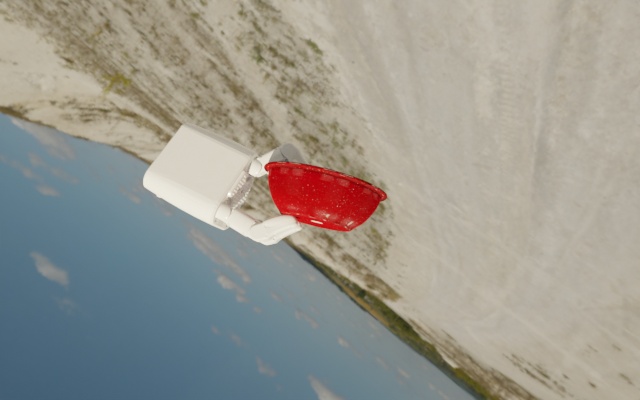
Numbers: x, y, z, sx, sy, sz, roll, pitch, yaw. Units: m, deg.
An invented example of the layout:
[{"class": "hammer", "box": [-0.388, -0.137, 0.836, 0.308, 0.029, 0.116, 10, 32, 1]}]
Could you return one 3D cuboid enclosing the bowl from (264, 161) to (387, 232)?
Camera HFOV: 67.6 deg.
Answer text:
[{"class": "bowl", "box": [0.001, 0.003, 0.604, 0.162, 0.055, 0.162, 13, -9, 2]}]
